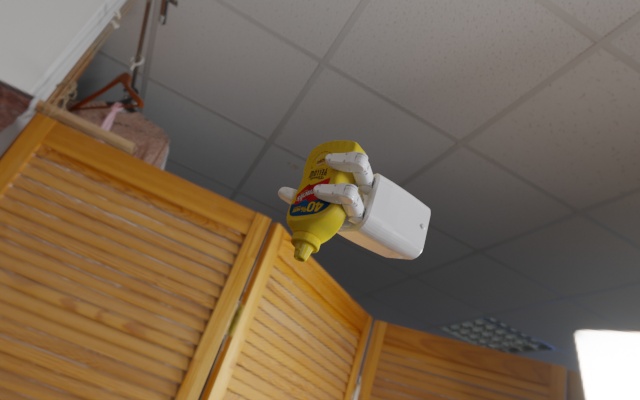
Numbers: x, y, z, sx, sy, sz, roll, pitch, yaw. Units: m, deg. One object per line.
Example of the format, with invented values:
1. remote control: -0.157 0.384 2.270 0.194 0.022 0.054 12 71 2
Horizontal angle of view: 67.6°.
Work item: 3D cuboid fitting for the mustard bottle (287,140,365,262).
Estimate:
1. mustard bottle: 0.000 0.002 0.698 0.096 0.191 0.058 -6 -38 38
